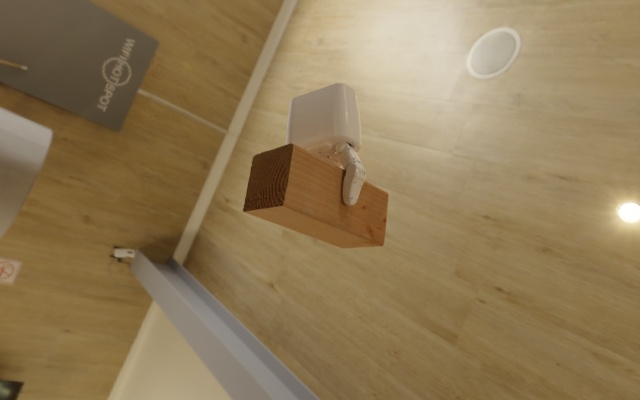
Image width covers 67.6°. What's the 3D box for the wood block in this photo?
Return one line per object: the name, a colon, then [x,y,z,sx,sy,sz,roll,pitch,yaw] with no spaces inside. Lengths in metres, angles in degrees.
wood block: [0.000,0.002,0.708,0.206,0.090,0.091,23,-23,-40]
